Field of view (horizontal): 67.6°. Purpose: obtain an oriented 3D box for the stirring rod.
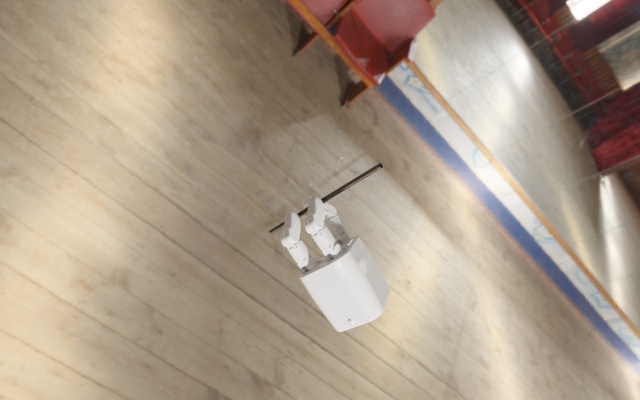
[{"bbox_3d":[0.000,0.002,0.724,0.239,0.011,0.011,-31,-20,37],"label":"stirring rod"}]
